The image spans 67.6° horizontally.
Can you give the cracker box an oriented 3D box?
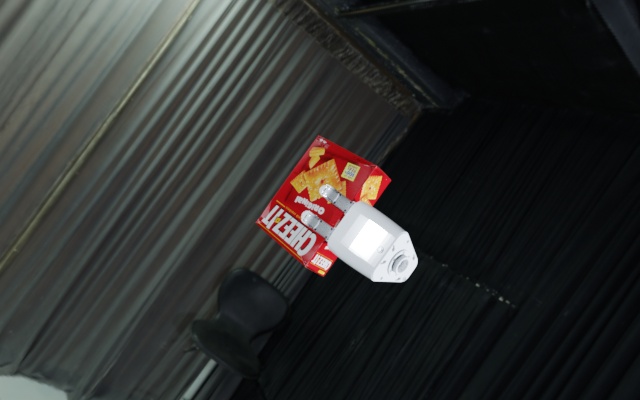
[{"bbox_3d":[0.000,0.003,0.882,0.164,0.213,0.072,35,-1,41],"label":"cracker box"}]
